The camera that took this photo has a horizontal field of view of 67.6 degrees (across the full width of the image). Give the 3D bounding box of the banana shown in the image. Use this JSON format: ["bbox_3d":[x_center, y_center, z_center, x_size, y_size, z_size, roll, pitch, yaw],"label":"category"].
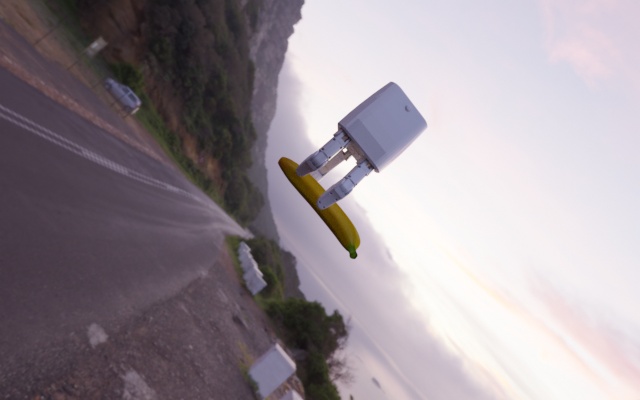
[{"bbox_3d":[0.006,0.008,0.754,0.037,0.197,0.069,-40,-14,1],"label":"banana"}]
